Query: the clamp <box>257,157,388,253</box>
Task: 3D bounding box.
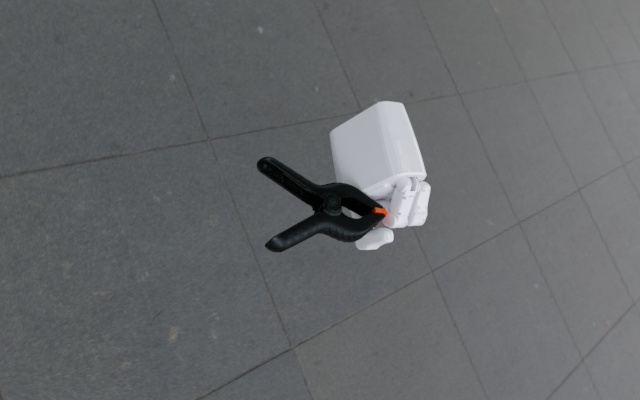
[{"bbox_3d":[0.001,0.002,0.573,0.171,0.120,0.039,1,-25,-35],"label":"clamp"}]
